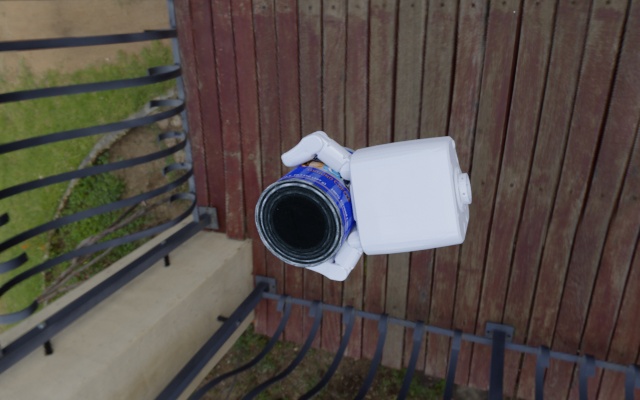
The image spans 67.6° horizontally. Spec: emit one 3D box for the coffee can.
[{"bbox_3d":[0.000,0.002,0.568,0.103,0.103,0.140,0,20,22],"label":"coffee can"}]
